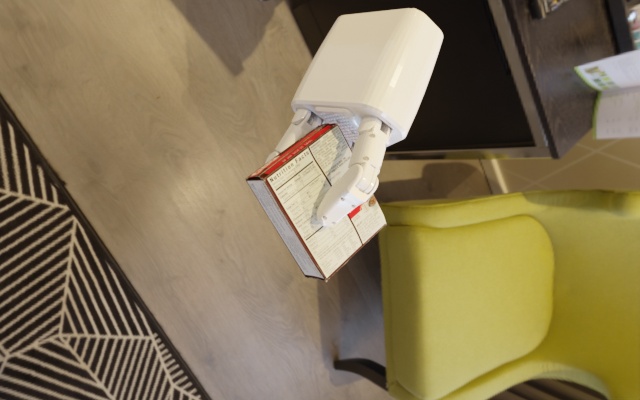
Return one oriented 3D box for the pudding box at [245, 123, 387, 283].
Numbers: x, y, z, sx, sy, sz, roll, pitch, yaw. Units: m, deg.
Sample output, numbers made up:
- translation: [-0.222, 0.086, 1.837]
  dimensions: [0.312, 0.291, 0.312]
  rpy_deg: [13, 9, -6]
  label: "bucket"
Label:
- translation: [0.000, 0.001, 0.427]
  dimensions: [0.090, 0.113, 0.039]
  rpy_deg: [-39, 21, -26]
  label: "pudding box"
